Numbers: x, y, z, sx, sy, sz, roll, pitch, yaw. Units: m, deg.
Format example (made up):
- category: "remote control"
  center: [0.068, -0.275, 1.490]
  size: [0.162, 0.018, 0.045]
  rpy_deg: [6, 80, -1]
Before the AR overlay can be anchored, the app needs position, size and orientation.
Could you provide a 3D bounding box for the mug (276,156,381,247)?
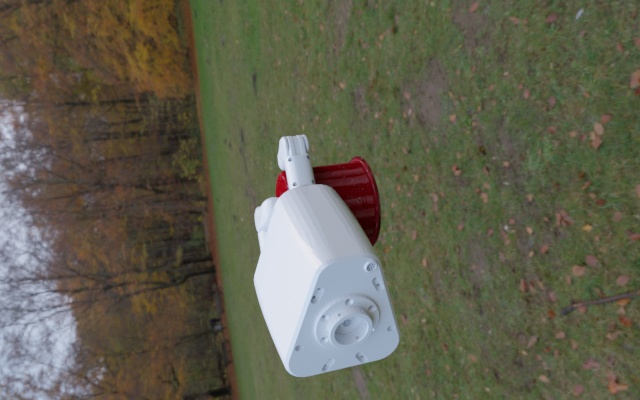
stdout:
- category: "mug"
  center: [-0.001, 0.001, 0.480]
  size: [0.081, 0.093, 0.117]
  rpy_deg: [-8, 29, -16]
